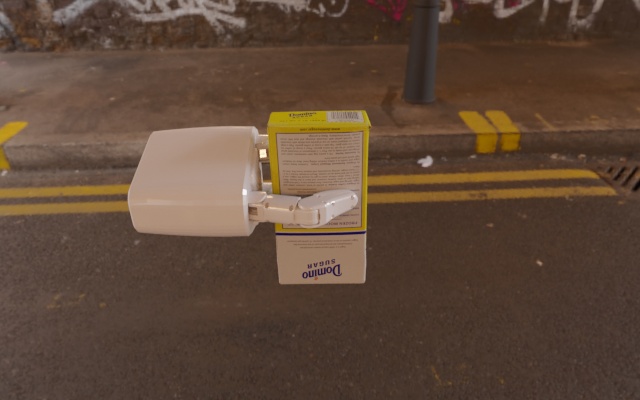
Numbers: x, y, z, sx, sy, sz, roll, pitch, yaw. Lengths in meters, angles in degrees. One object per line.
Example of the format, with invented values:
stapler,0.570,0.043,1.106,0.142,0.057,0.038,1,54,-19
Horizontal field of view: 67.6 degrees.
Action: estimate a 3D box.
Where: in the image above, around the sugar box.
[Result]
sugar box,0.000,0.001,0.477,0.093,0.176,0.048,0,30,0
